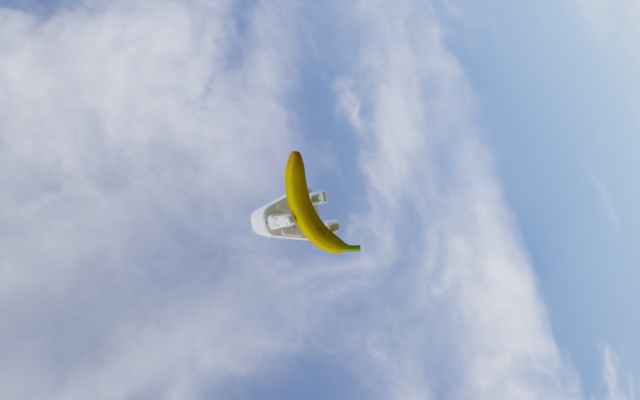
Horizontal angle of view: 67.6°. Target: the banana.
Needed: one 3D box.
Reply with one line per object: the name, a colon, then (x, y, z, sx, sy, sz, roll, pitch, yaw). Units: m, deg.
banana: (-0.014, 0.016, 0.788, 0.069, 0.198, 0.037, -33, 9, 2)
